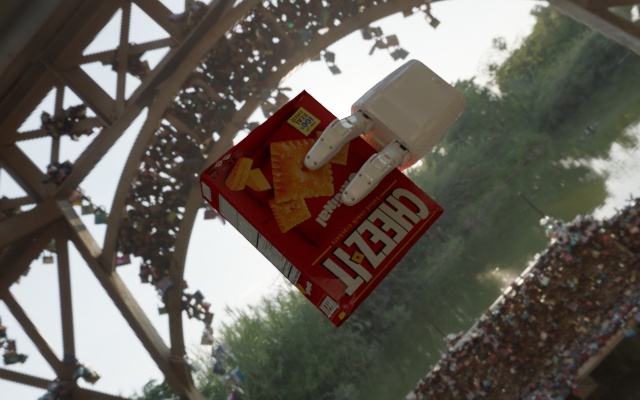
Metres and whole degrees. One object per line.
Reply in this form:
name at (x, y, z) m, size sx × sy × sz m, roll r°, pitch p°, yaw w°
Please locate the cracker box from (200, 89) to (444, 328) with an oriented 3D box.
cracker box at (0.000, 0.002, 0.527) m, size 0.164 × 0.213 × 0.072 m, roll -43°, pitch -12°, yaw -23°
